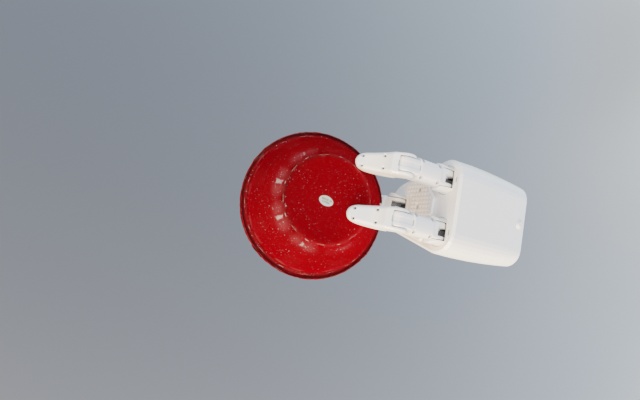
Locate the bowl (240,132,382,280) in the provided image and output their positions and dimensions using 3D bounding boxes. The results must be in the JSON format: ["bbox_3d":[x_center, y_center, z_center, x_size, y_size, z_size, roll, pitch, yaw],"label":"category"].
[{"bbox_3d":[-0.001,0.002,0.495,0.162,0.162,0.055,0,-6,-16],"label":"bowl"}]
